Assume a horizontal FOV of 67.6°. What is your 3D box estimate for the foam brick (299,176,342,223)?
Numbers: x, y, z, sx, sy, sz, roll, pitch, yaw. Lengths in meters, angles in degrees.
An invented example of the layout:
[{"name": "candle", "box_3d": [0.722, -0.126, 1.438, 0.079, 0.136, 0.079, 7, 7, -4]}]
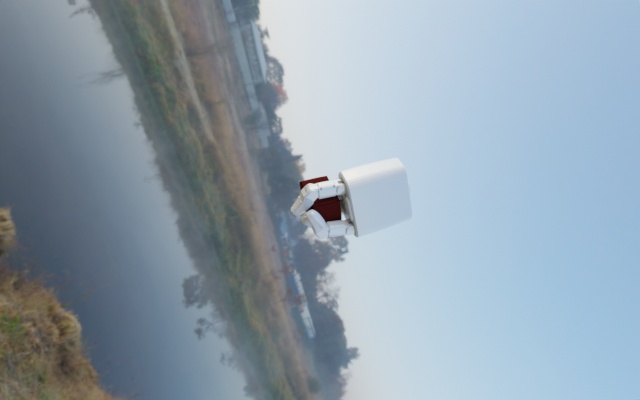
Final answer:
[{"name": "foam brick", "box_3d": [0.000, 0.002, 0.832, 0.051, 0.053, 0.078, -16, 41, -9]}]
